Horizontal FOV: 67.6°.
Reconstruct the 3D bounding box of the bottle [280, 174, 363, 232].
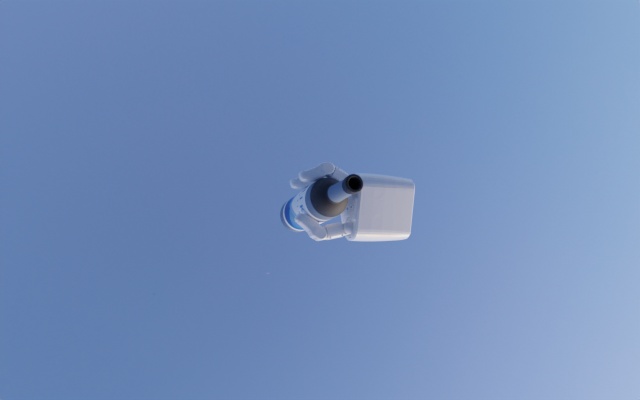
[{"bbox_3d":[0.000,0.003,0.804,0.069,0.069,0.296,0,-10,-19],"label":"bottle"}]
